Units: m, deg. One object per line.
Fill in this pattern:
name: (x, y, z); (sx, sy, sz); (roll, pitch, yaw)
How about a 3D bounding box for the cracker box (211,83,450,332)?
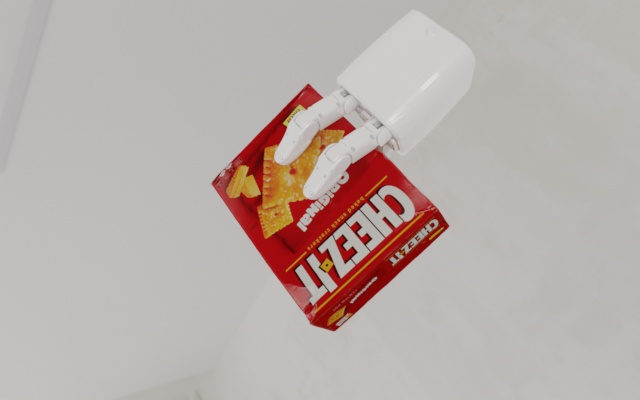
cracker box: (0.000, 0.002, 0.512); (0.213, 0.164, 0.072); (49, 6, 30)
